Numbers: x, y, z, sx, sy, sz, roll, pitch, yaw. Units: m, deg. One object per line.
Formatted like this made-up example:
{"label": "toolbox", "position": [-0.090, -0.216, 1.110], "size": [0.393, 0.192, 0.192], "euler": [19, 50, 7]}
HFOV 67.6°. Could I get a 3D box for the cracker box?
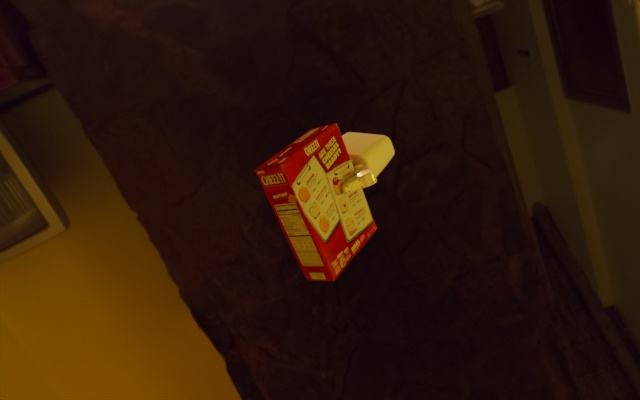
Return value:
{"label": "cracker box", "position": [0.000, 0.003, 0.807], "size": [0.072, 0.214, 0.164], "euler": [-7, 25, 40]}
